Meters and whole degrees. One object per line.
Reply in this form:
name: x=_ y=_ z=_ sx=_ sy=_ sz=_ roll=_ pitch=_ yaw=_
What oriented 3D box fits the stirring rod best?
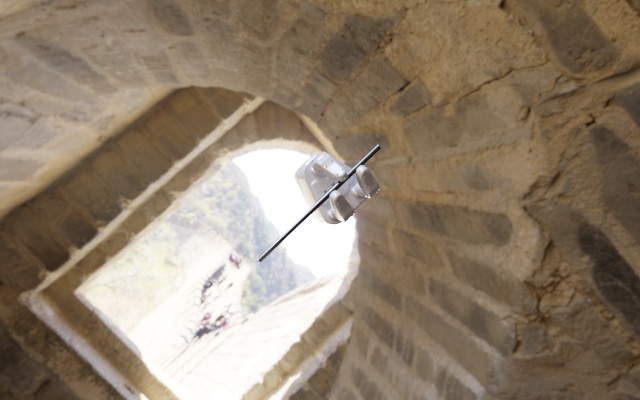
stirring rod: x=0.000 y=0.002 z=0.683 sx=0.239 sy=0.011 sz=0.011 roll=-44 pitch=9 yaw=-10
